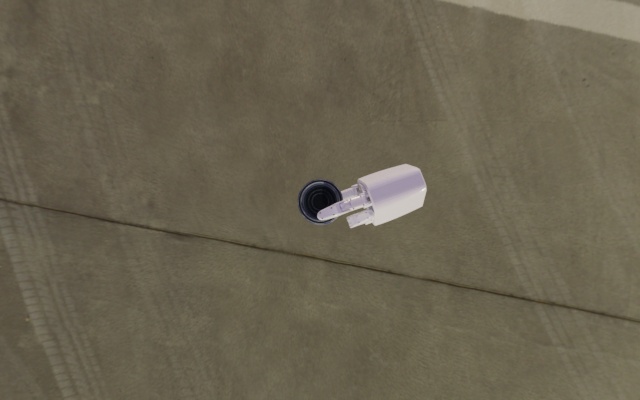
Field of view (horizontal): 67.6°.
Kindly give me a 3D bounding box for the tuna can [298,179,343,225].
[{"bbox_3d":[0.000,0.003,0.892,0.086,0.086,0.034,0,-3,2],"label":"tuna can"}]
